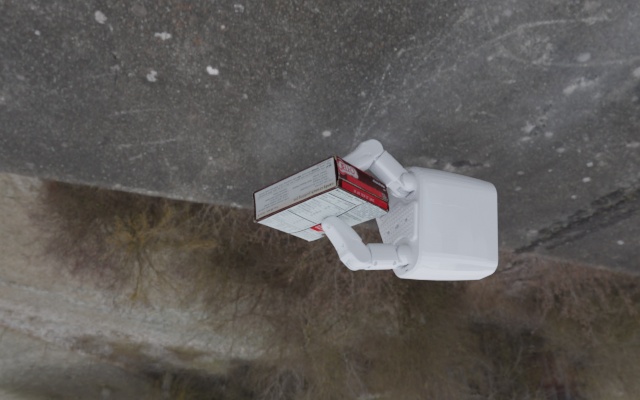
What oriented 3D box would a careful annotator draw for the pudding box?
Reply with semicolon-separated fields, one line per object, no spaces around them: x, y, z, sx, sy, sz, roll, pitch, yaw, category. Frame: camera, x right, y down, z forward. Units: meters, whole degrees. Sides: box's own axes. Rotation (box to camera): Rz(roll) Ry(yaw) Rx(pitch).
0.000;0.002;0.490;0.113;0.039;0.090;-24;-32;32;pudding box
